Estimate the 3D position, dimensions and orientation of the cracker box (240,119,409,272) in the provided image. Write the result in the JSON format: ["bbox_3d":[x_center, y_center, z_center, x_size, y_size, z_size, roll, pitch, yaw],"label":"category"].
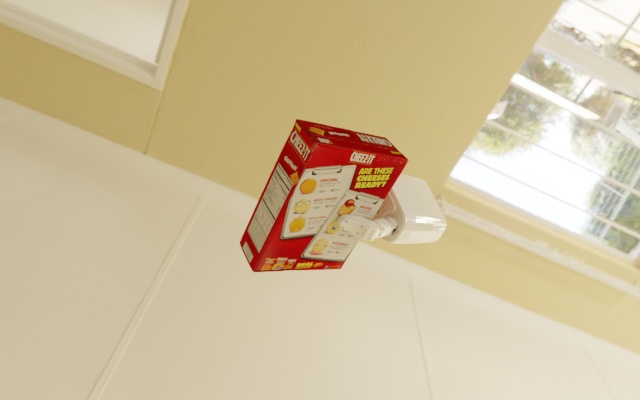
[{"bbox_3d":[0.000,0.002,0.676,0.164,0.214,0.072,5,35,-38],"label":"cracker box"}]
